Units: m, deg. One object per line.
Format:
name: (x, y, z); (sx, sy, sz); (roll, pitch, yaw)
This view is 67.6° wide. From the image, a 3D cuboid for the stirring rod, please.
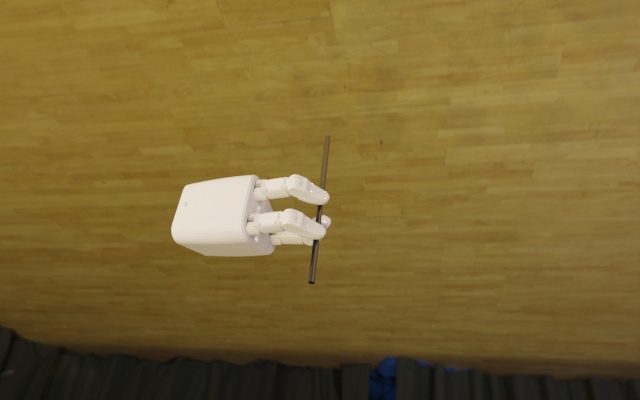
stirring rod: (0.000, 0.002, 0.646); (0.011, 0.239, 0.011); (4, -35, 3)
